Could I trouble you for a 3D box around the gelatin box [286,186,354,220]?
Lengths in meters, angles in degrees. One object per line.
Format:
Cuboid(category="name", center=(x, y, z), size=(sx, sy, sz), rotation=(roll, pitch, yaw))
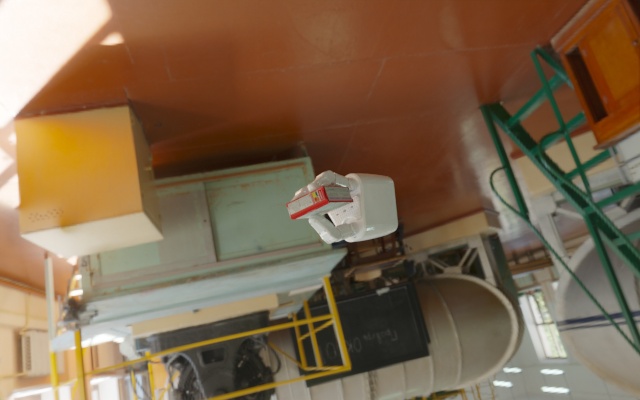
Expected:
Cuboid(category="gelatin box", center=(0.000, 0.003, 0.759), size=(0.073, 0.030, 0.089), rotation=(-25, -11, 28))
